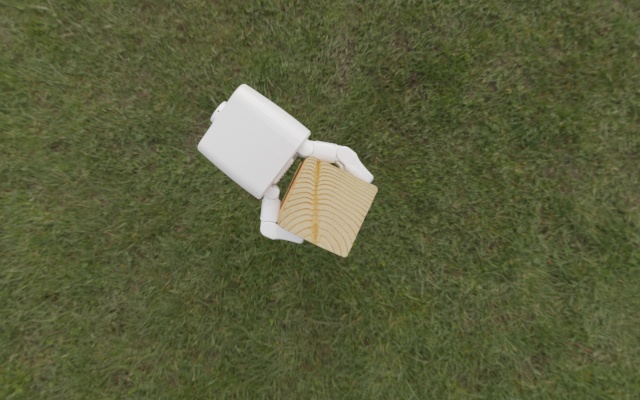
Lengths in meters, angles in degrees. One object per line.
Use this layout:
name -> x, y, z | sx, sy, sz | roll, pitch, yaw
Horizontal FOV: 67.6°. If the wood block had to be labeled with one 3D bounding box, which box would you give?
wood block -> 0.000, 0.002, 0.640 | 0.090, 0.091, 0.206 | 26, 1, -6
